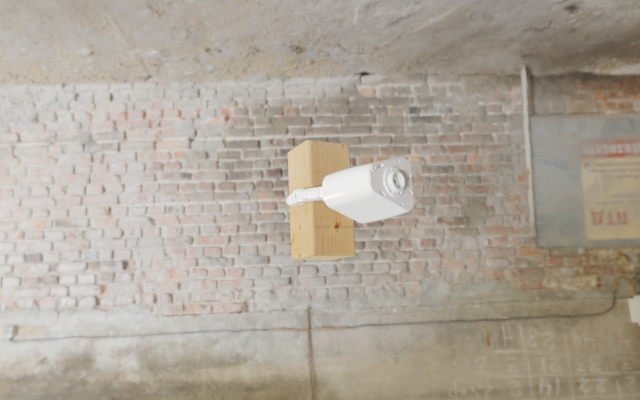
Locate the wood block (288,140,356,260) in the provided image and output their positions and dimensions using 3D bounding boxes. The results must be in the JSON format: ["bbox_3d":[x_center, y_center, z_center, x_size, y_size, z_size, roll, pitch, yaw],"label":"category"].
[{"bbox_3d":[0.000,0.003,0.882,0.091,0.206,0.090,4,-13,-29],"label":"wood block"}]
